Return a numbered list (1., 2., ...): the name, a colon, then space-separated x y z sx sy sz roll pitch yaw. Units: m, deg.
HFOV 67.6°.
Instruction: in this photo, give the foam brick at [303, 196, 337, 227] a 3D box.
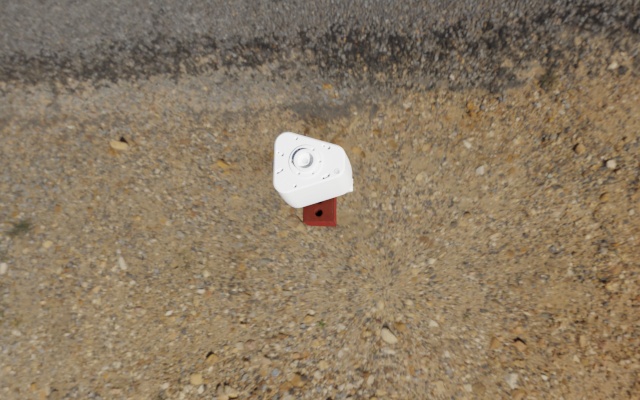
1. foam brick: 0.000 0.003 0.804 0.053 0.078 0.051 0 -10 7
